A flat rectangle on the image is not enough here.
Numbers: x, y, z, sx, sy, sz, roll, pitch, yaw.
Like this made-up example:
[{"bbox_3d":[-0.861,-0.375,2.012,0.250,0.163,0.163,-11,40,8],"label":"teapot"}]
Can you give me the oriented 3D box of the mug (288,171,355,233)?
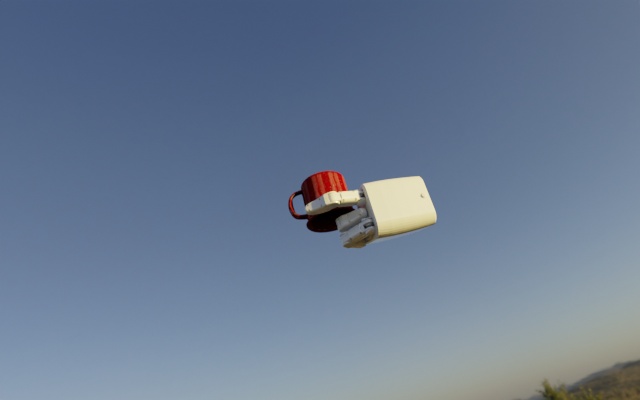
[{"bbox_3d":[-0.001,0.003,0.852,0.117,0.081,0.093,-9,-28,-10],"label":"mug"}]
